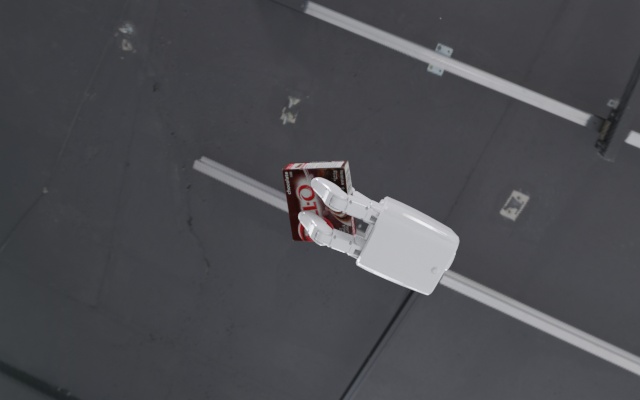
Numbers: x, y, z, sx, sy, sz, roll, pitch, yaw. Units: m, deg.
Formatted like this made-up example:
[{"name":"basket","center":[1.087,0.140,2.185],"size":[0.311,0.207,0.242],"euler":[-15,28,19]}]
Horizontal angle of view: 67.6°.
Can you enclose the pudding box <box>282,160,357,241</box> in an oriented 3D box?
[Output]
[{"name":"pudding box","center":[0.000,0.002,0.671],"size":[0.090,0.113,0.039],"euler":[-1,19,16]}]
